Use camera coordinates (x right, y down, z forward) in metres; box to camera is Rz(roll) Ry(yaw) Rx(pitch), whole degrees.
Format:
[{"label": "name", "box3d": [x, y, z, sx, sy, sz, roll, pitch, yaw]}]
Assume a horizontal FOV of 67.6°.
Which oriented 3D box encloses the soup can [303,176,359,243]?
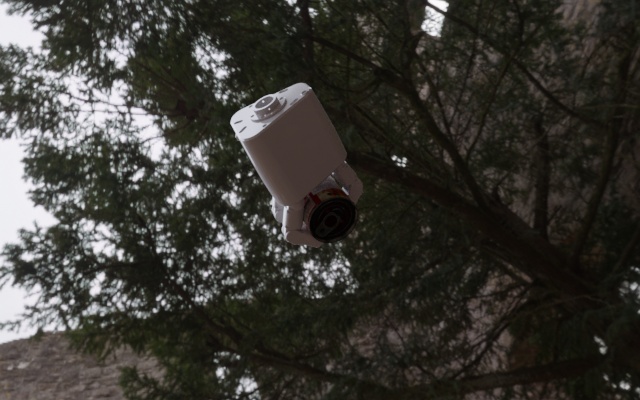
[{"label": "soup can", "box3d": [0.000, 0.002, 0.646, 0.068, 0.068, 0.102, 0, 28, -23]}]
